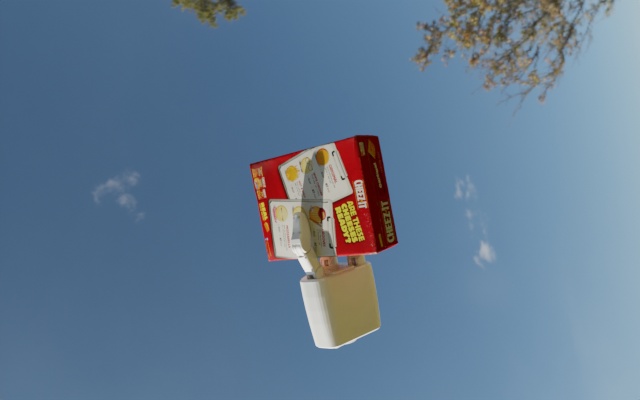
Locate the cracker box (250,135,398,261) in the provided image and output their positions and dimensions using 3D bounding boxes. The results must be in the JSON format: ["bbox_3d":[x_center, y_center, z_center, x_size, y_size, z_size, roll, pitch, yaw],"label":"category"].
[{"bbox_3d":[0.000,0.002,0.730,0.214,0.164,0.072,-10,2,39],"label":"cracker box"}]
